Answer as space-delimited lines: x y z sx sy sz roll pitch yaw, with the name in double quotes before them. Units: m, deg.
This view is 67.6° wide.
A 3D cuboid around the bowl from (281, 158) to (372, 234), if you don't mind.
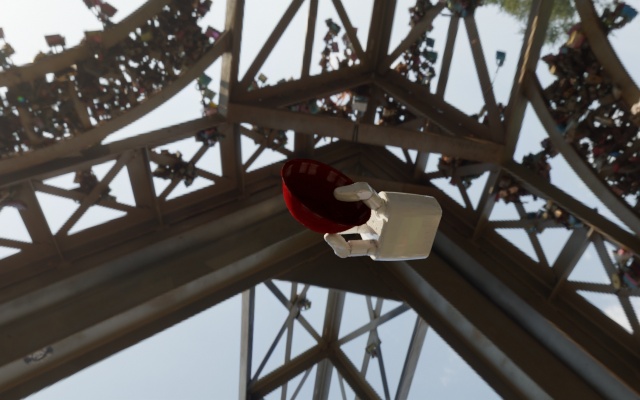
"bowl" -0.001 0.002 0.773 0.162 0.055 0.162 23 31 -15
